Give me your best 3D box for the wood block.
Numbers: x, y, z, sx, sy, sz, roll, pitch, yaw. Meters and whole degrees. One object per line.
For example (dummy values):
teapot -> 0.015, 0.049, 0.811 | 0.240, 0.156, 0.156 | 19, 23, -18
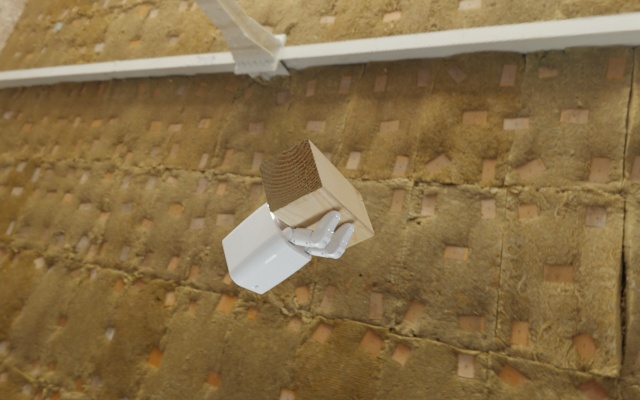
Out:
wood block -> 0.000, 0.002, 0.767 | 0.090, 0.090, 0.206 | -27, -32, 15
